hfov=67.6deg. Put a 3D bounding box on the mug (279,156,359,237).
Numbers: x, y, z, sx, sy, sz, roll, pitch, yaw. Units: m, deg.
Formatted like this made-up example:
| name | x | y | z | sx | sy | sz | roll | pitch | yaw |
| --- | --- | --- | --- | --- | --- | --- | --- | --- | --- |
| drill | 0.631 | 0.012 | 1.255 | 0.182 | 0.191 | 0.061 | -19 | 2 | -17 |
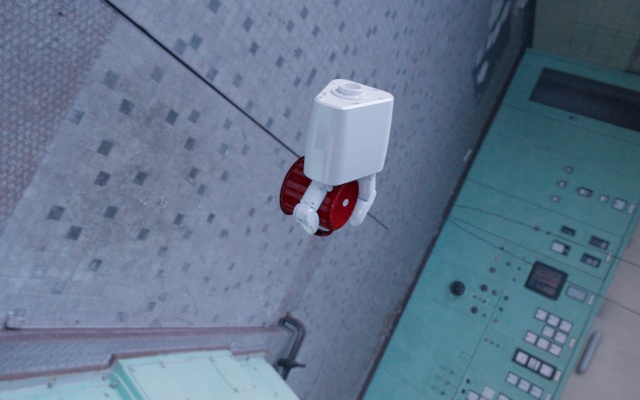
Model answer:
| name | x | y | z | sx | sy | sz | roll | pitch | yaw |
| --- | --- | --- | --- | --- | --- | --- | --- | --- | --- |
| mug | 0.000 | 0.004 | 0.686 | 0.081 | 0.117 | 0.093 | 23 | 34 | 25 |
